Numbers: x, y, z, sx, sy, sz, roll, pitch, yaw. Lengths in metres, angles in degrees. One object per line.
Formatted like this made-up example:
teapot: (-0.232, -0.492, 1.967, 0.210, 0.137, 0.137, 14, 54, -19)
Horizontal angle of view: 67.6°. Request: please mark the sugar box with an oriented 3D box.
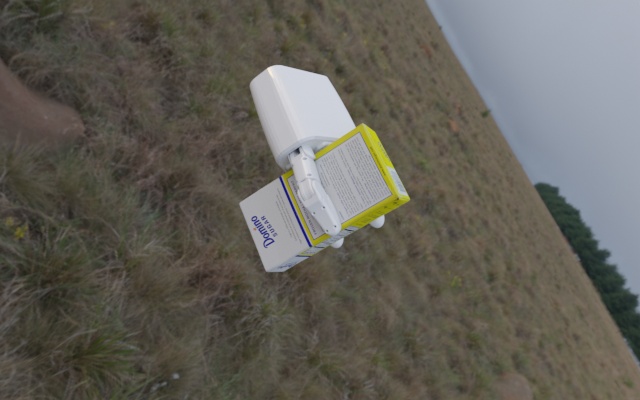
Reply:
sugar box: (0.000, 0.002, 0.537, 0.176, 0.093, 0.048, -31, -19, 22)
